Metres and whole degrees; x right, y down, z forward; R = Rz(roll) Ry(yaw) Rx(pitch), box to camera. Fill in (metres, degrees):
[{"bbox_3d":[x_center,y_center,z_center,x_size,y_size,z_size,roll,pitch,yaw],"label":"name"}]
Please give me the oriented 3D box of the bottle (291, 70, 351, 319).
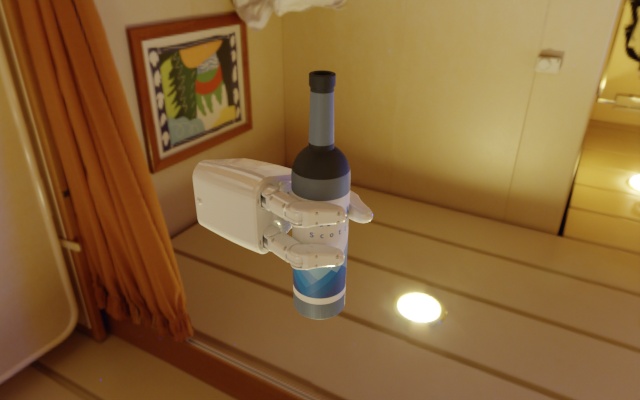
[{"bbox_3d":[0.000,0.002,0.550,0.069,0.296,0.069,1,28,0],"label":"bottle"}]
